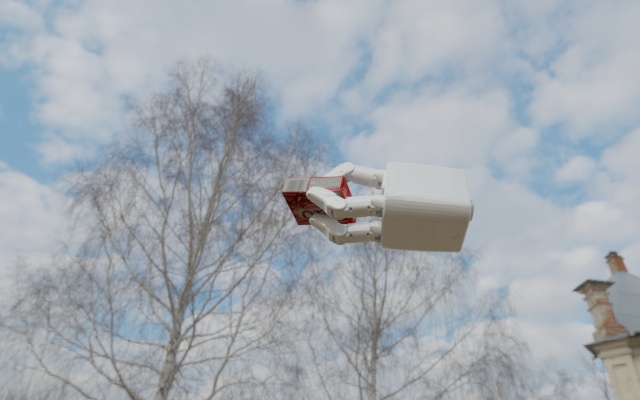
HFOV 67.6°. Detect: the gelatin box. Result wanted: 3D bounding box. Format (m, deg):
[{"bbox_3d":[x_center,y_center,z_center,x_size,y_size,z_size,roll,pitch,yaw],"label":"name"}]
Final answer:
[{"bbox_3d":[0.000,0.002,0.661,0.089,0.030,0.073,-1,-41,21],"label":"gelatin box"}]
